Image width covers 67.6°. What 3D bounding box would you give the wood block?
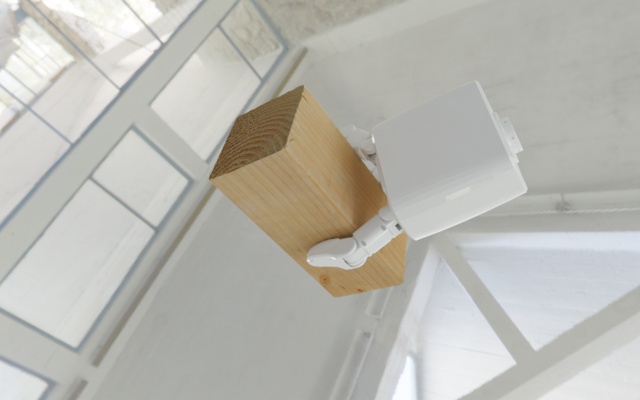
[{"bbox_3d":[0.000,0.002,0.481,0.090,0.090,0.206,-18,-49,31],"label":"wood block"}]
